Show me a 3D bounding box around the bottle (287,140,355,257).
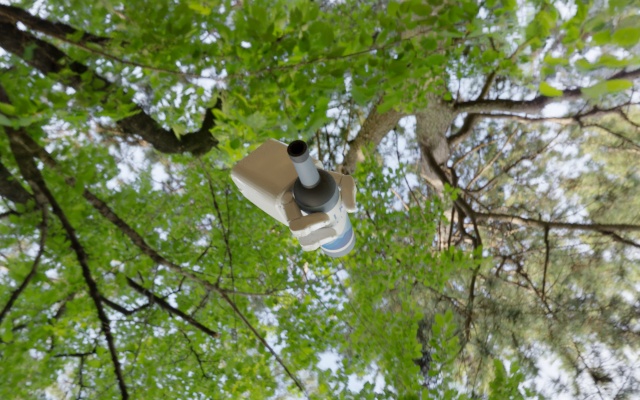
[{"bbox_3d":[0.000,0.003,0.743,0.069,0.069,0.296,0,-29,14],"label":"bottle"}]
